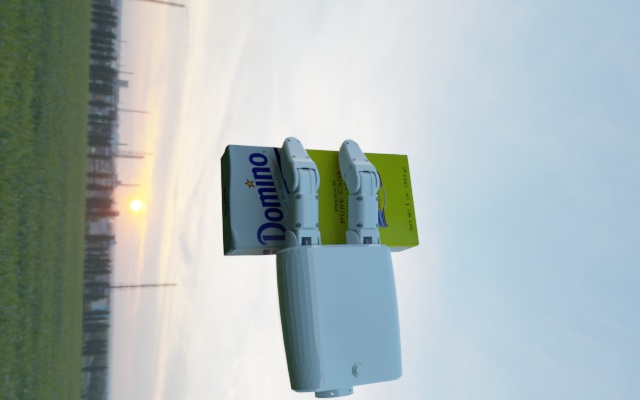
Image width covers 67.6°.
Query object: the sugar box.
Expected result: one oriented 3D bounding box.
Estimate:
[{"bbox_3d":[0.000,0.001,0.437,0.176,0.093,0.048,1,-16,-24],"label":"sugar box"}]
